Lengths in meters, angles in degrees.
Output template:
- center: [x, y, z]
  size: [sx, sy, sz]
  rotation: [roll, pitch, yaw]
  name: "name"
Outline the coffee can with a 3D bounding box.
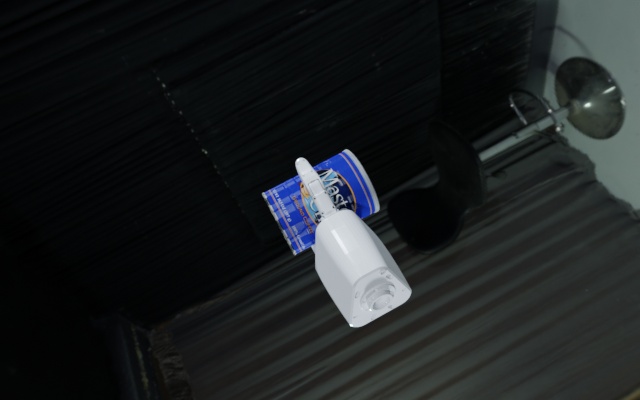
- center: [0.000, 0.002, 0.697]
  size: [0.140, 0.103, 0.103]
  rotation: [-28, 3, -6]
  name: "coffee can"
